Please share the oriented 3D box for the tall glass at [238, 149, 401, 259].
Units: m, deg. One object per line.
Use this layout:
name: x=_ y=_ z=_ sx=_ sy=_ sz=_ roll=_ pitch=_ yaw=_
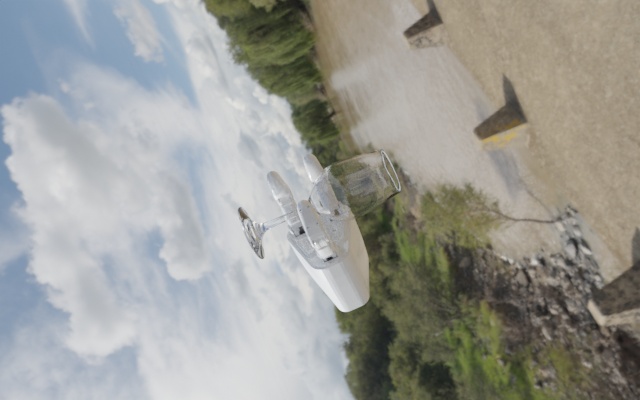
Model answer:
tall glass: x=-0.001 y=0.002 z=0.617 sx=0.201 sy=0.079 sz=0.079 roll=-24 pitch=-1 yaw=2
